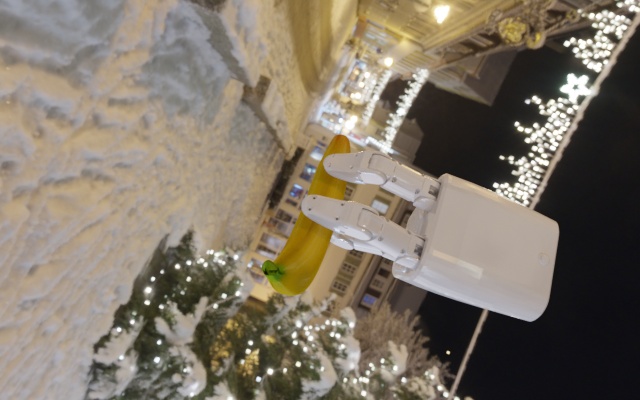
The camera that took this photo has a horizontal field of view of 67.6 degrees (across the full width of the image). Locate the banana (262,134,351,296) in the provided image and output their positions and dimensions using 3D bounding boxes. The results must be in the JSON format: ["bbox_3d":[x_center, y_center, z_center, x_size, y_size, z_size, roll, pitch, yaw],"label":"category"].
[{"bbox_3d":[-0.004,0.017,0.424,0.037,0.070,0.197,19,41,5],"label":"banana"}]
